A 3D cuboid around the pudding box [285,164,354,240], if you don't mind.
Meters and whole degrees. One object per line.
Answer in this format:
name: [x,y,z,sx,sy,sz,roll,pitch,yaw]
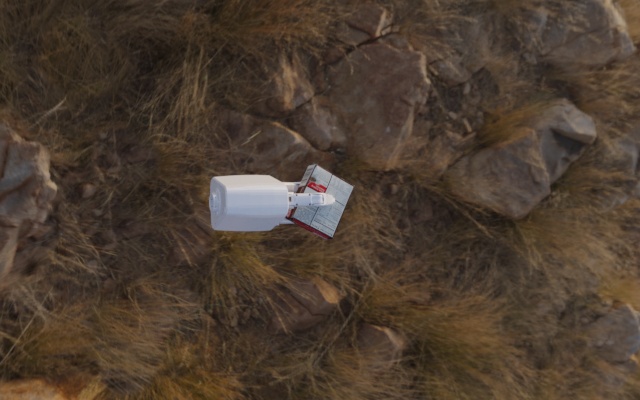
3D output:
pudding box: [0.000,0.003,0.868,0.090,0.113,0.039,29,-15,-20]
